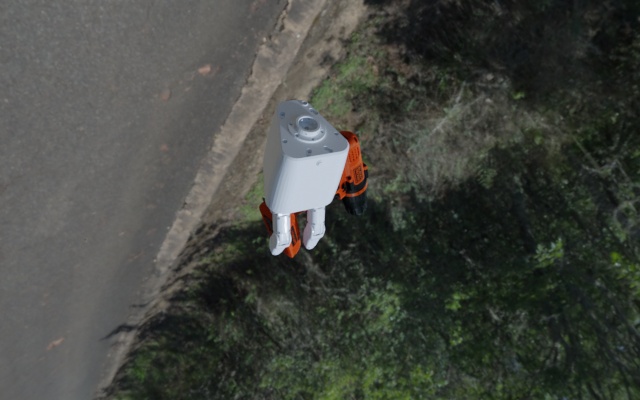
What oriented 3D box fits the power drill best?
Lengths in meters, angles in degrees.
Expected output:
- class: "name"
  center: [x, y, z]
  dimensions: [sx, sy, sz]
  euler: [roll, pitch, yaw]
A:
- class: "power drill"
  center: [0.000, 0.003, 0.762]
  dimensions: [0.187, 0.185, 0.057]
  euler: [-41, 52, -20]
